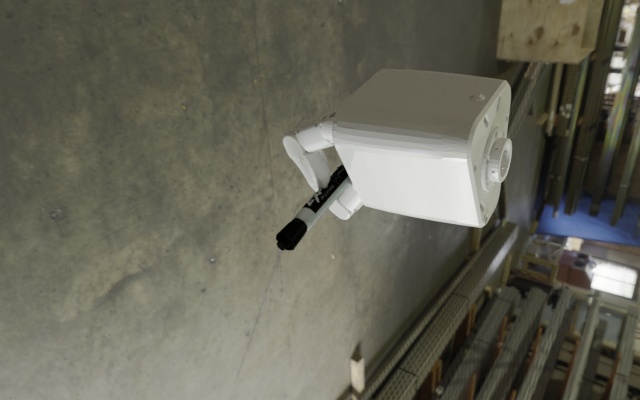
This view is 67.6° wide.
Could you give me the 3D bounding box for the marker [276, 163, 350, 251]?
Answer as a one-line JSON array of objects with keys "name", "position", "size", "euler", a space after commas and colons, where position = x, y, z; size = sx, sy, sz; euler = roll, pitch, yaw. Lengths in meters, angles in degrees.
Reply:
[{"name": "marker", "position": [0.000, 0.001, 0.423], "size": [0.020, 0.020, 0.121], "euler": [0, 37, 42]}]
